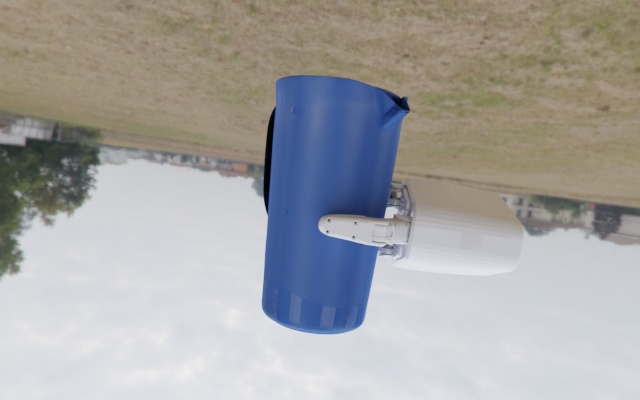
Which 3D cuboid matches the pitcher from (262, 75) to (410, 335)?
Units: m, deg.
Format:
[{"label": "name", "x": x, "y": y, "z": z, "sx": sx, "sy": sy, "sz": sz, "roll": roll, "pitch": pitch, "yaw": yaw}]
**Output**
[{"label": "pitcher", "x": 0.000, "y": 0.002, "z": 0.494, "sx": 0.145, "sy": 0.243, "sz": 0.149, "roll": 8, "pitch": 4, "yaw": 0}]
